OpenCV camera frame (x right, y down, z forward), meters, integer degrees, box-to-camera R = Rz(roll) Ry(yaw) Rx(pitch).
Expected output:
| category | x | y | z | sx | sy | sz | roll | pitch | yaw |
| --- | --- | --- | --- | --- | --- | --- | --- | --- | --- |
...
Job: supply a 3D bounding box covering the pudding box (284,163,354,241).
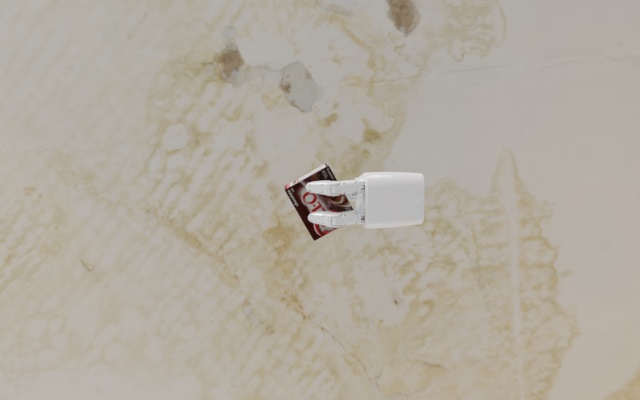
| category | x | y | z | sx | sy | sz | roll | pitch | yaw |
| --- | --- | --- | --- | --- | --- | --- | --- | --- | --- |
| pudding box | 0.000 | 0.003 | 0.857 | 0.090 | 0.113 | 0.039 | -29 | 13 | 1 |
